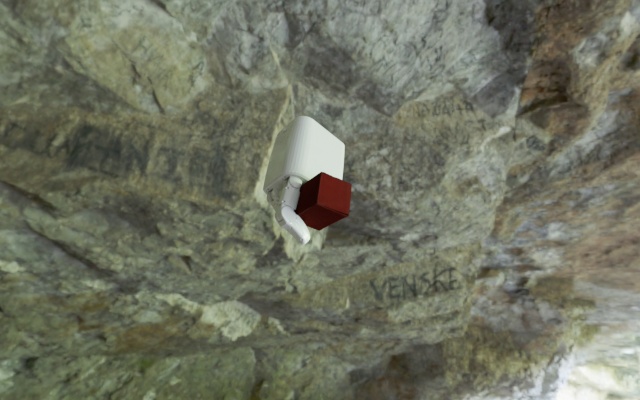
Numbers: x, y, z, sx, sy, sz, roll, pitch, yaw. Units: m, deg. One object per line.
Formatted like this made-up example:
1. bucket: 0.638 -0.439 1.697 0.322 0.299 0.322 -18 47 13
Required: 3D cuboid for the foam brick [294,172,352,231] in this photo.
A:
1. foam brick: 0.000 0.002 0.671 0.053 0.051 0.078 22 -29 -25
